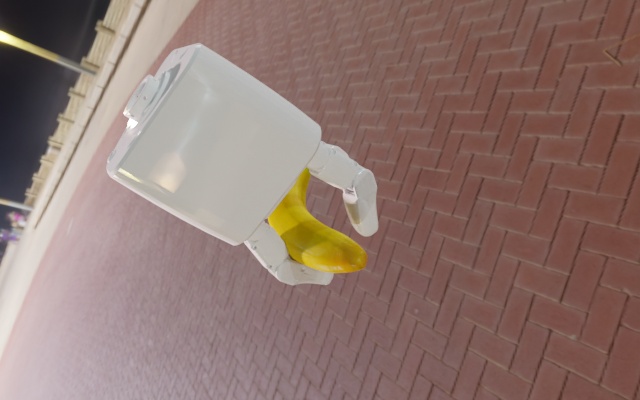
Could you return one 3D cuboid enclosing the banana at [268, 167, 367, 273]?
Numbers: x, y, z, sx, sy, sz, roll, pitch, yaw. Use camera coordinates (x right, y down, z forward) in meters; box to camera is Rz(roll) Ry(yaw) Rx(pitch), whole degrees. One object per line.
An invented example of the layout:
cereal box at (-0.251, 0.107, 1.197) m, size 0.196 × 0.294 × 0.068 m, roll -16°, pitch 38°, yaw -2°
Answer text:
banana at (-0.015, 0.011, 0.426) m, size 0.069 × 0.037 × 0.197 m, roll -38°, pitch 31°, yaw 10°
